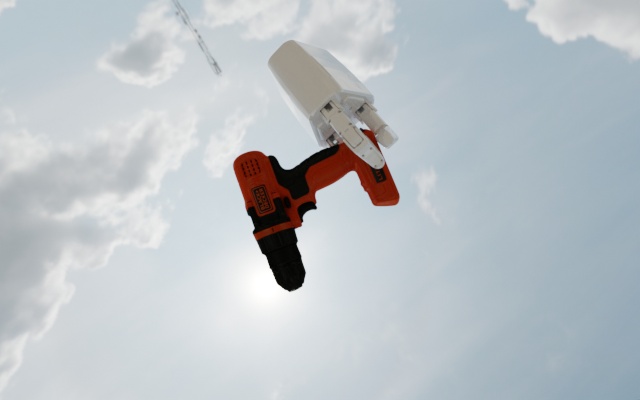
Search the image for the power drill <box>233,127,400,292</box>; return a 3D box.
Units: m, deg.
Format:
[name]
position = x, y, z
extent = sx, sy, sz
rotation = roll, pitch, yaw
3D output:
[power drill]
position = 0.000, 0.002, 0.604
extent = 0.187, 0.184, 0.057
rotation = -20, -5, -5
